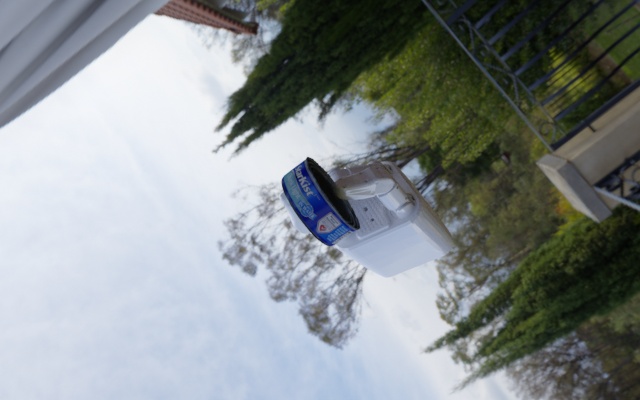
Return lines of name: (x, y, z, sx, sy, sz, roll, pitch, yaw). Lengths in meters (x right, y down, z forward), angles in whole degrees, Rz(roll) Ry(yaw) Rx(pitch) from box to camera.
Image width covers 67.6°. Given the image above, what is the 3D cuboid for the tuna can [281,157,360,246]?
tuna can: (0.000, 0.002, 0.464, 0.034, 0.086, 0.086, -36, -8, 12)
